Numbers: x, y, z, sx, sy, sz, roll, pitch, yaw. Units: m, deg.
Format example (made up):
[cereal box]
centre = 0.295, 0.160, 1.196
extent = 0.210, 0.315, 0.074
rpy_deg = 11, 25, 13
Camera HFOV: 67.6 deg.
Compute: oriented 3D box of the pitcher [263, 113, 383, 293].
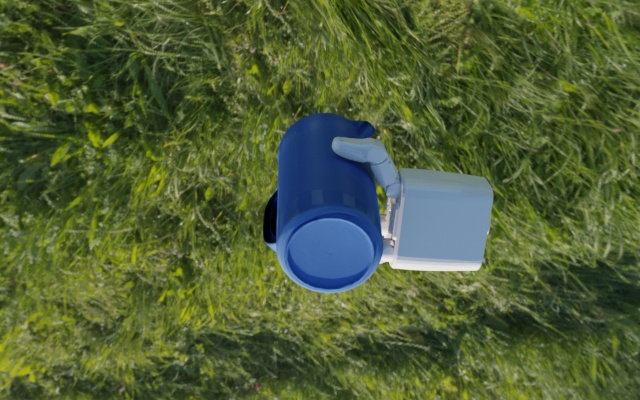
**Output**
[pitcher]
centre = 0.000, 0.002, 0.579
extent = 0.145, 0.149, 0.242
rpy_deg = 4, 29, -3
